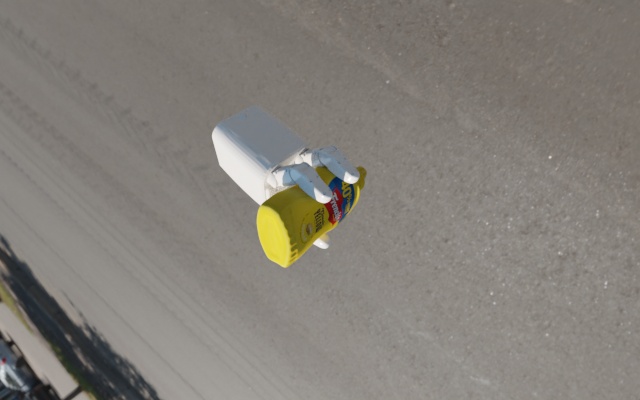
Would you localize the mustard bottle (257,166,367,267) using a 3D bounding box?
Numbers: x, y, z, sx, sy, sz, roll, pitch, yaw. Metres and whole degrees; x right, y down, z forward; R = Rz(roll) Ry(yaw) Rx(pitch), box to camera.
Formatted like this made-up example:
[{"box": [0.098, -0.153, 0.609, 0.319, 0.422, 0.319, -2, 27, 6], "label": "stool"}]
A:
[{"box": [0.000, 0.002, 0.652, 0.058, 0.096, 0.191, 23, 43, 34], "label": "mustard bottle"}]
